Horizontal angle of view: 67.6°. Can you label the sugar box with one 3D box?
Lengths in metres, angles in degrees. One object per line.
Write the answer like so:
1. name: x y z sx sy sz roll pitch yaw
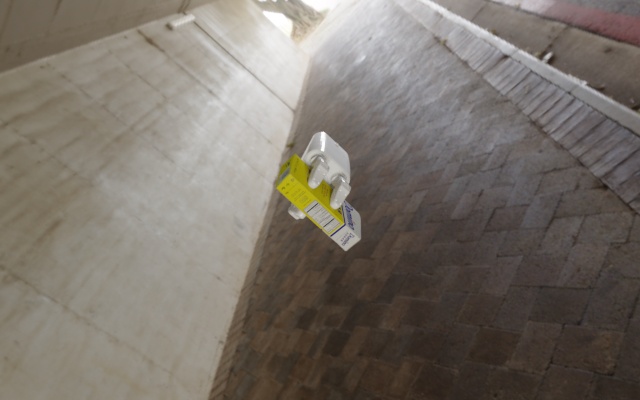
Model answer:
1. sugar box: 0.000 0.002 0.860 0.176 0.048 0.093 40 23 -17
